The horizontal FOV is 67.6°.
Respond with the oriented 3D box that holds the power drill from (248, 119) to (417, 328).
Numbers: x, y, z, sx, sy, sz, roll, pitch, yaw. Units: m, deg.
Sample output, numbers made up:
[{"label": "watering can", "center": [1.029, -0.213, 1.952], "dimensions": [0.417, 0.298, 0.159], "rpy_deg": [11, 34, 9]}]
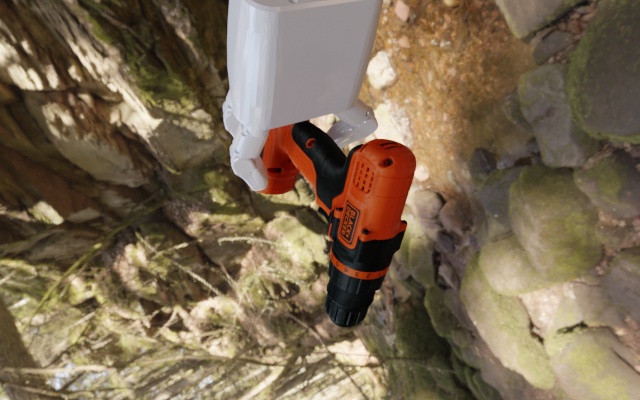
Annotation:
[{"label": "power drill", "center": [0.000, 0.001, 0.448], "dimensions": [0.057, 0.184, 0.187], "rpy_deg": [-11, 38, -37]}]
